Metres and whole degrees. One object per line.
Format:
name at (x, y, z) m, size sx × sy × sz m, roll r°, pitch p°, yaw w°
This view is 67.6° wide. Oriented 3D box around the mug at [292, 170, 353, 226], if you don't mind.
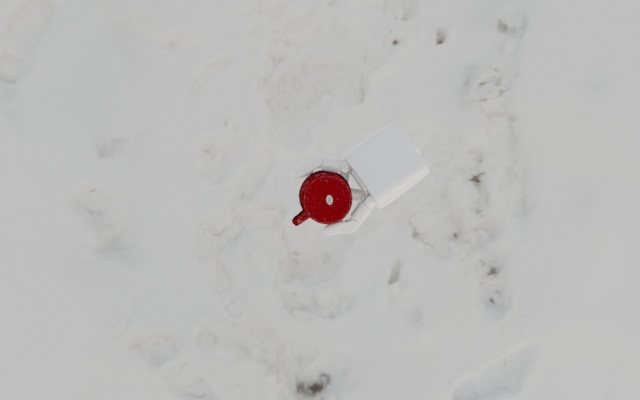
mug at (-0.001, 0.003, 0.797) m, size 0.117 × 0.093 × 0.081 m, roll -35°, pitch 5°, yaw 1°
